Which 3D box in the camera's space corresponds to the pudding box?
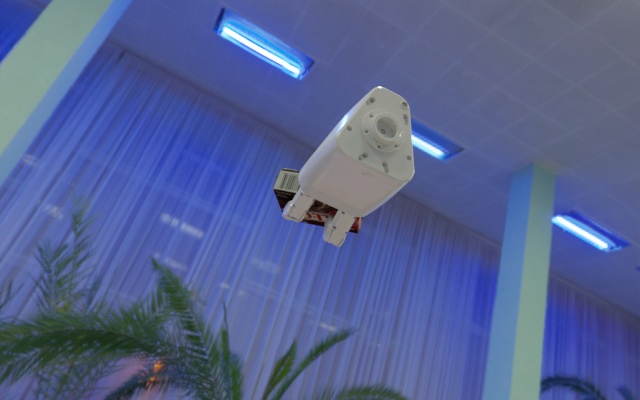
[{"bbox_3d":[0.000,0.002,0.646,0.113,0.039,0.090,12,-27,13],"label":"pudding box"}]
